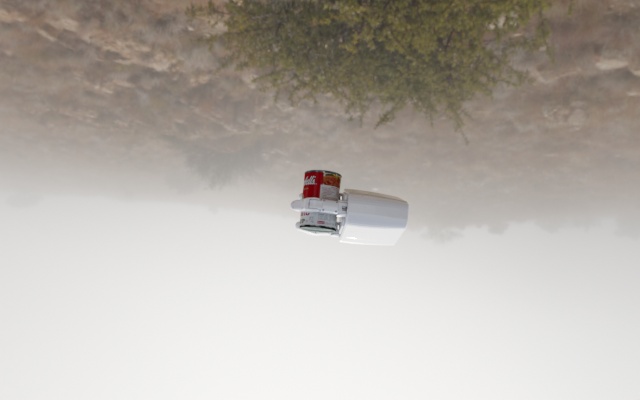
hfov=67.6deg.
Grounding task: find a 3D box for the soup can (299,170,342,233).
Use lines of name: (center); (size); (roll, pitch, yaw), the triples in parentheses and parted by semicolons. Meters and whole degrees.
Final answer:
soup can: (0.000, 0.003, 0.853); (0.068, 0.102, 0.068); (5, -10, 1)
